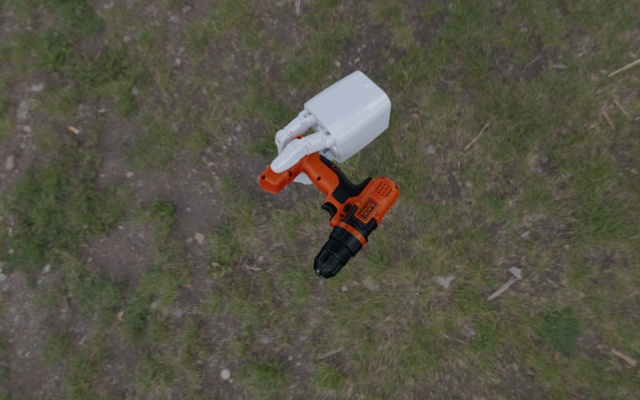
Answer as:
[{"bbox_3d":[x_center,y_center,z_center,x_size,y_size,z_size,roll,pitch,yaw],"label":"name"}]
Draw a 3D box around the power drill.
[{"bbox_3d":[0.000,0.002,0.729,0.187,0.184,0.057,37,-18,11],"label":"power drill"}]
